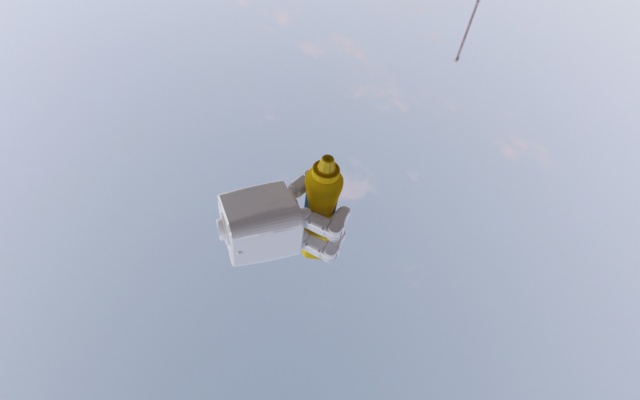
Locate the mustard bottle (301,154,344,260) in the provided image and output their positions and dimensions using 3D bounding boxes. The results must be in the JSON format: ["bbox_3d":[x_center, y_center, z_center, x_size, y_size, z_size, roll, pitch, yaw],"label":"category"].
[{"bbox_3d":[0.000,0.003,0.744,0.058,0.096,0.192,8,-41,-1],"label":"mustard bottle"}]
